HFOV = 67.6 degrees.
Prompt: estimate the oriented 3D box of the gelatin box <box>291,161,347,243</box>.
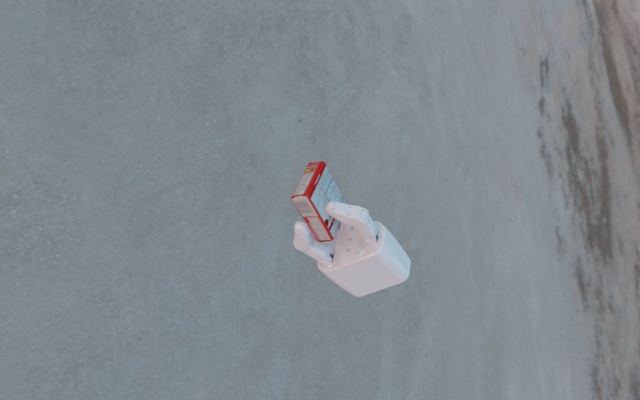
[{"bbox_3d":[0.000,0.002,0.663,0.030,0.089,0.073,-6,41,30],"label":"gelatin box"}]
